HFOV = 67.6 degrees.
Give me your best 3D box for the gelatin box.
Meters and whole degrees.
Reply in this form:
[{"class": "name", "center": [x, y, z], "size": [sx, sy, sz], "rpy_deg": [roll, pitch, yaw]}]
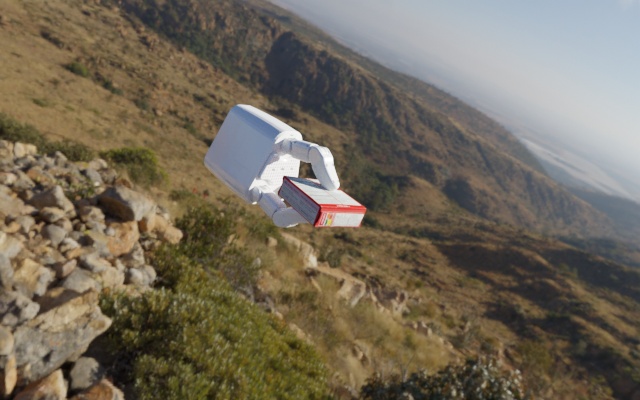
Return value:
[{"class": "gelatin box", "center": [0.000, 0.002, 0.592], "size": [0.073, 0.030, 0.089], "rpy_deg": [4, 23, -40]}]
